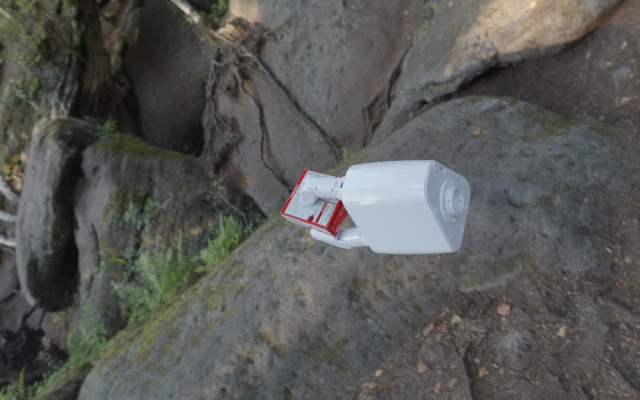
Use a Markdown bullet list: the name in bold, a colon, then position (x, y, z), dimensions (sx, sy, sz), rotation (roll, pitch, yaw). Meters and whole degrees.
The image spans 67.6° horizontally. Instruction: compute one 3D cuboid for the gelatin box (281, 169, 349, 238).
- **gelatin box**: position (0.000, 0.002, 0.634), dimensions (0.089, 0.073, 0.030), rotation (16, -18, 41)
